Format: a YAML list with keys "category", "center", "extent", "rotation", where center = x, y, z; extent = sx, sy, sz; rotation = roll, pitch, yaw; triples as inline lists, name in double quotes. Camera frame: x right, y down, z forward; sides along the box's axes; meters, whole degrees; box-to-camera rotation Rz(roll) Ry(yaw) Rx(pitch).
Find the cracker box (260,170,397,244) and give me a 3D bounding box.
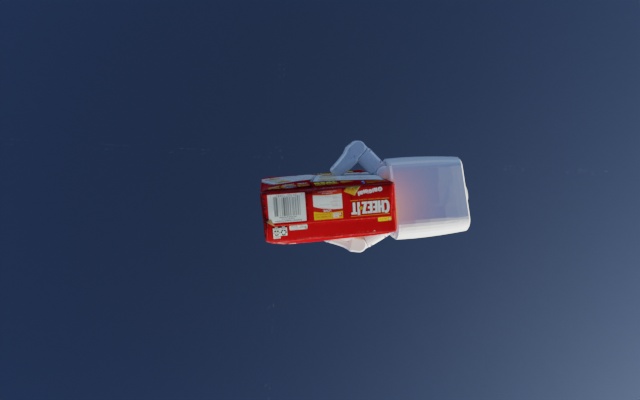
- category: "cracker box"
  center: [0.000, 0.002, 0.672]
  extent: [0.164, 0.072, 0.213]
  rotation: [-5, 7, -6]
